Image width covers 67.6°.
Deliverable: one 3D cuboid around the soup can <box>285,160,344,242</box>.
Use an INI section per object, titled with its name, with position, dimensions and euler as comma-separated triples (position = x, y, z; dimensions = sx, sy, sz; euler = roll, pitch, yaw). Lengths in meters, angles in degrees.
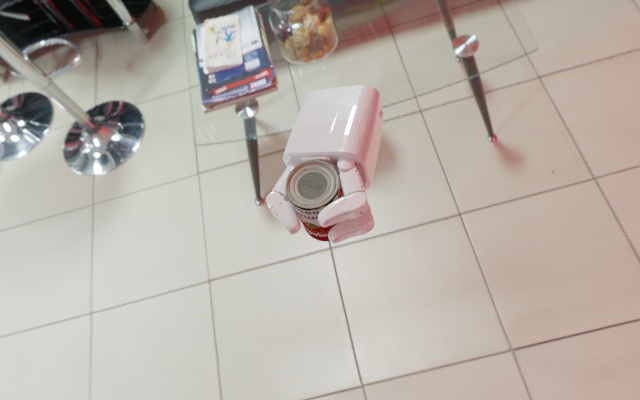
[soup can]
position = 0.000, 0.002, 0.598
dimensions = 0.068, 0.068, 0.102
euler = 0, -25, 12
